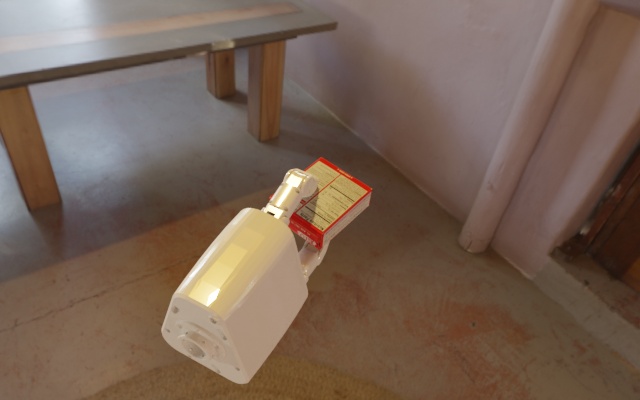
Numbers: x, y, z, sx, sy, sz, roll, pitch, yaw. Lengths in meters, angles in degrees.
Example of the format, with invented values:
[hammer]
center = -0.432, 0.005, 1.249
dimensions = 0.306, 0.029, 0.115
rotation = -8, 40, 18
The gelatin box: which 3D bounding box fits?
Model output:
[gelatin box]
center = 0.000, 0.001, 0.511
dimensions = 0.073, 0.030, 0.089
rotation = 33, 54, 23
